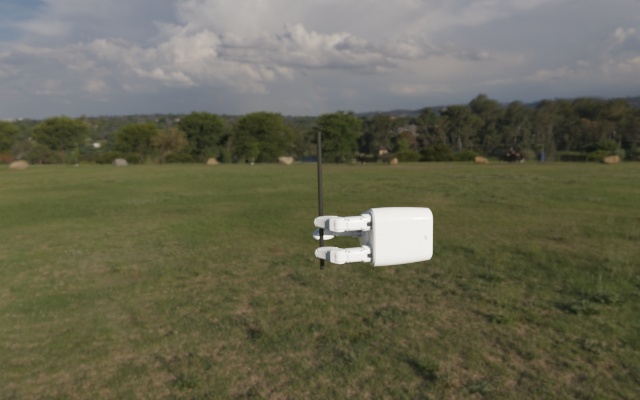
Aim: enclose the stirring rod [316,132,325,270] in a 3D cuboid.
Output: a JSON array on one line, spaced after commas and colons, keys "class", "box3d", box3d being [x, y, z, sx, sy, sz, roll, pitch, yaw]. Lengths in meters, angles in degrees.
[{"class": "stirring rod", "box3d": [0.000, 0.003, 0.823, 0.011, 0.239, 0.011, -1, 9, 0]}]
